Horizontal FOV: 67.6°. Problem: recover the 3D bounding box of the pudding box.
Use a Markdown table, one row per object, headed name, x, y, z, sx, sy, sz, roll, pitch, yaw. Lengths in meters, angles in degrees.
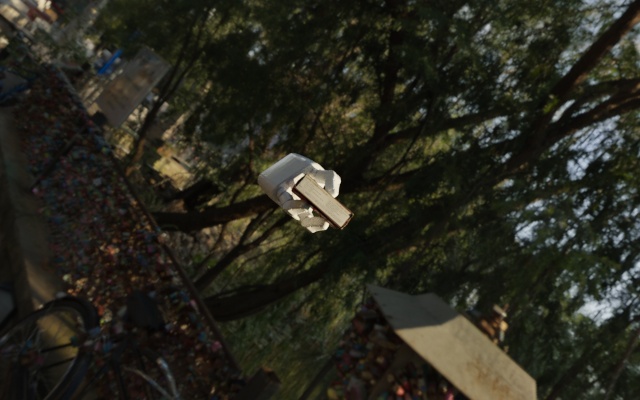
| name | x | y | z | sx | sy | sz | roll | pitch | yaw |
| --- | --- | --- | --- | --- | --- | --- | --- | --- | --- |
| pudding box | 0.000 | 0.003 | 0.861 | 0.113 | 0.039 | 0.090 | 39 | -5 | -4 |
